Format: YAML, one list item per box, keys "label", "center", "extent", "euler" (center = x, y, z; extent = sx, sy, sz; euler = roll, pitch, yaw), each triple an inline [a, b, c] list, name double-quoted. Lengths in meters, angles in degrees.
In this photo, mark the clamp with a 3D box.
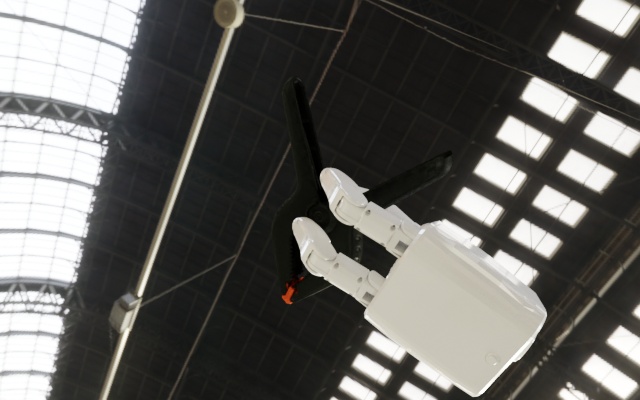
- label: "clamp"
  center: [0.000, 0.002, 0.445]
  extent: [0.164, 0.210, 0.036]
  euler: [37, 26, 17]
